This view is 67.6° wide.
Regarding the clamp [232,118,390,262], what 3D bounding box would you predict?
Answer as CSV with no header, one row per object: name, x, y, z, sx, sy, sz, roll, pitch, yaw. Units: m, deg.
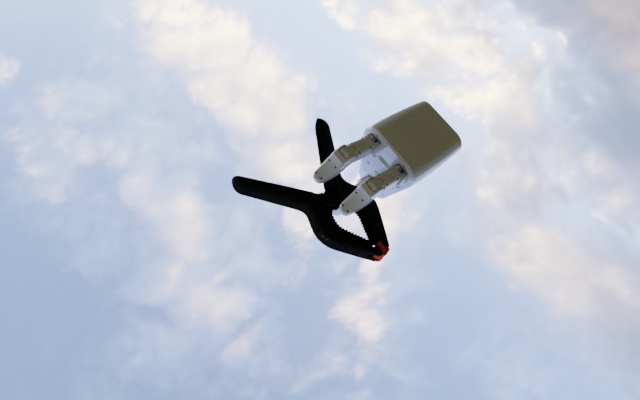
clamp,0.000,0.003,0.617,0.164,0.210,0.036,-32,-16,-23
